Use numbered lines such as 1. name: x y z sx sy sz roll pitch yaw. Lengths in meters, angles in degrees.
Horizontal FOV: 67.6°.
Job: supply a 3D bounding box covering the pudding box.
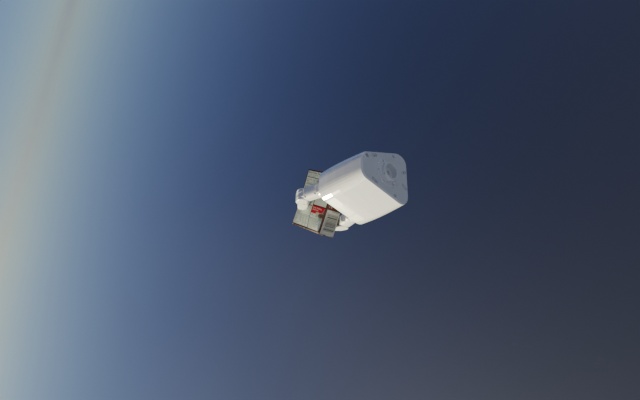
1. pudding box: 0.000 0.003 0.883 0.039 0.113 0.090 19 -2 -37
